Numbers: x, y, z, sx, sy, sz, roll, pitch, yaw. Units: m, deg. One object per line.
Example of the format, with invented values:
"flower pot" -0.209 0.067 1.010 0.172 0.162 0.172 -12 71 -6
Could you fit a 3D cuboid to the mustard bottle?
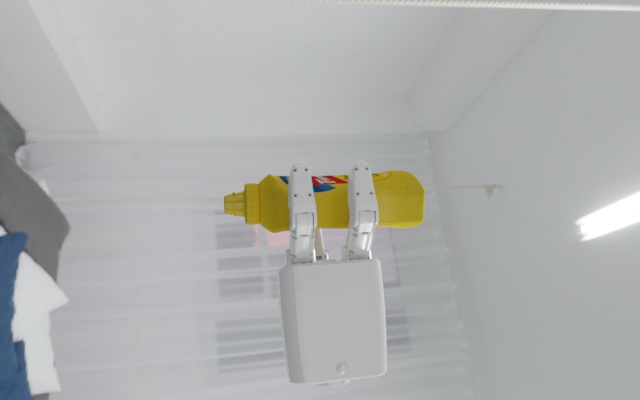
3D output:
"mustard bottle" 0.000 0.001 0.483 0.191 0.058 0.096 -2 13 -11
